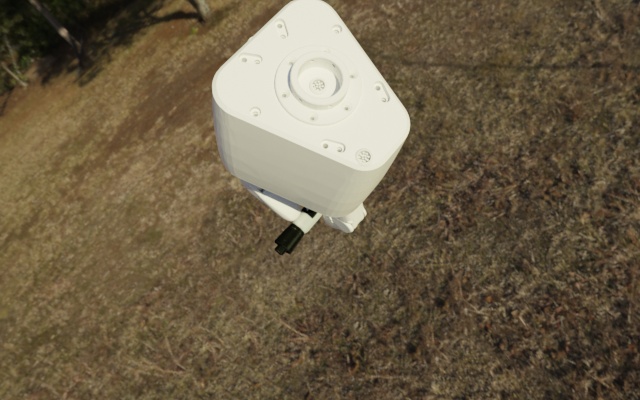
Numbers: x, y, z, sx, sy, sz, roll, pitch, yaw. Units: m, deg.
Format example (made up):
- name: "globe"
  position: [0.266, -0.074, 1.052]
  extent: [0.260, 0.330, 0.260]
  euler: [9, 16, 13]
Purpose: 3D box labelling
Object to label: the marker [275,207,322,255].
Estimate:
- name: "marker"
  position: [0.000, 0.001, 0.437]
  extent: [0.020, 0.121, 0.020]
  euler: [37, -16, 12]
